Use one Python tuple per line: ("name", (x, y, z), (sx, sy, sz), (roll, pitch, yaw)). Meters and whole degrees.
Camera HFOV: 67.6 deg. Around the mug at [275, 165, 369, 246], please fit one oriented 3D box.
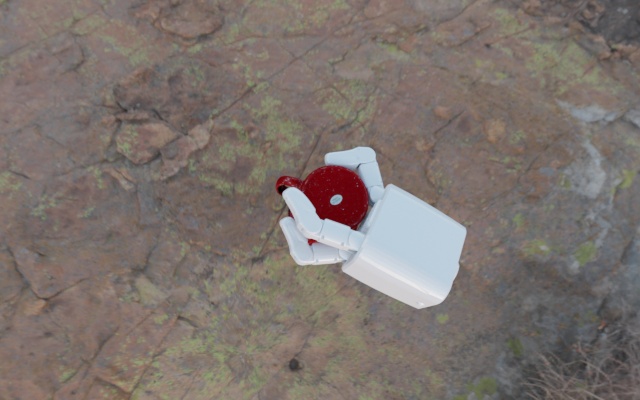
("mug", (-0.001, 0.001, 0.578), (0.117, 0.093, 0.081), (29, -19, 0))
